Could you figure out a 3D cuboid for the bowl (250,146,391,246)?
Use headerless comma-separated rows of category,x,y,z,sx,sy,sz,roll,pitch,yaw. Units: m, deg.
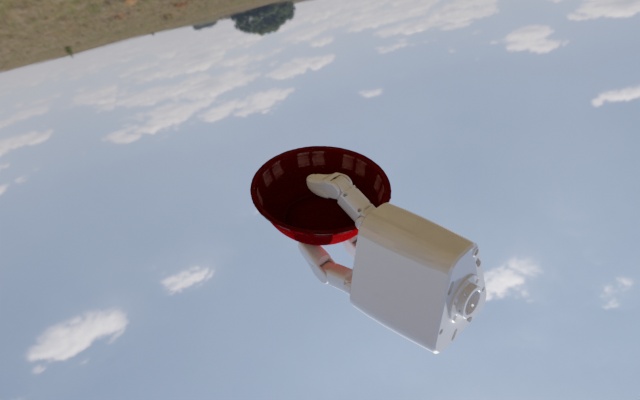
bowl,-0.001,0.001,0.565,0.162,0.055,0.162,1,41,0
